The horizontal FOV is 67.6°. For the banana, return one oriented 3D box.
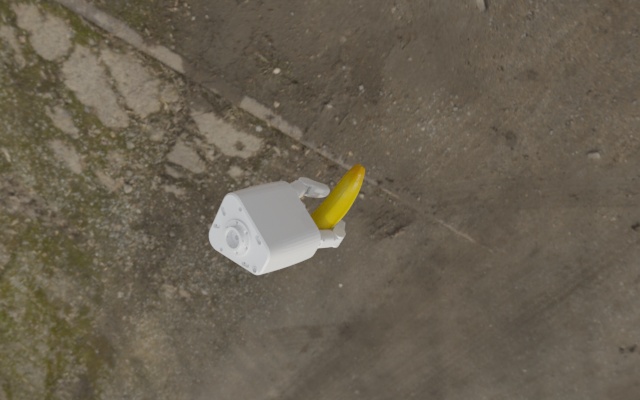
[{"bbox_3d":[0.000,0.020,0.729,0.037,0.069,0.198,17,-40,-35],"label":"banana"}]
